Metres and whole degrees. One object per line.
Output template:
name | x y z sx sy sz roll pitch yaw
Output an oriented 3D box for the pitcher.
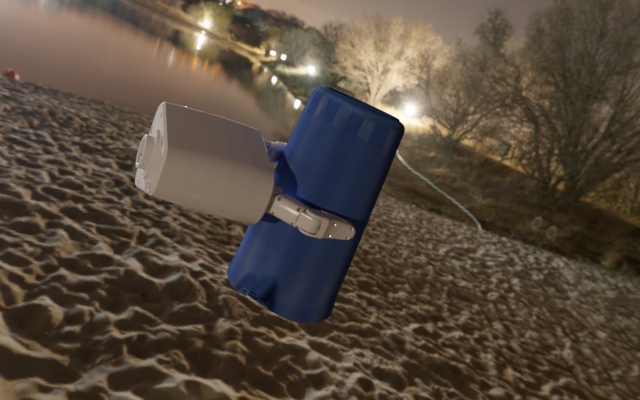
pitcher | 0.000 0.002 0.547 0.145 0.243 0.149 16 17 -29
